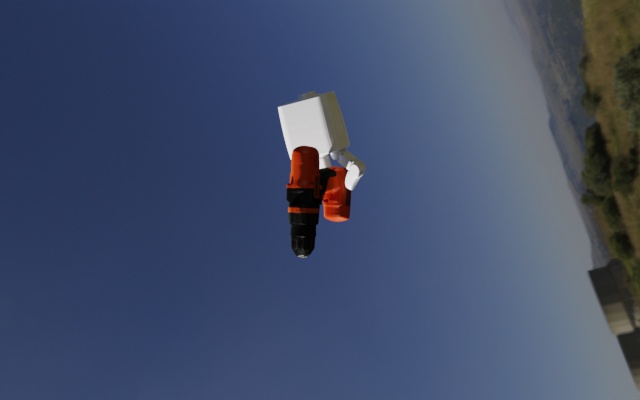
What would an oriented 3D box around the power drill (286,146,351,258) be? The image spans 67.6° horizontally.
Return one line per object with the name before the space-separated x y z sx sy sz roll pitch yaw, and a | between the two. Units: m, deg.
power drill | 0.000 0.003 0.852 0.057 0.184 0.187 3 1 21
